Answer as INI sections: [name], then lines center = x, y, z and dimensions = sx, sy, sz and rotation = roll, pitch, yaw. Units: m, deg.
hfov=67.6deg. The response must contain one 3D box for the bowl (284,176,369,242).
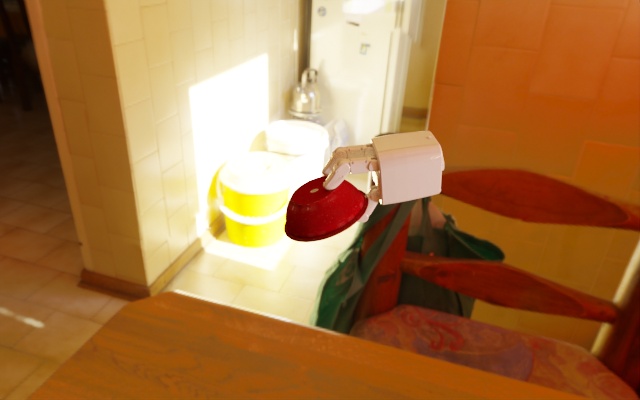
[bowl]
center = -0.001, 0.003, 0.838
dimensions = 0.162, 0.055, 0.162
rotation = -19, 28, 10
